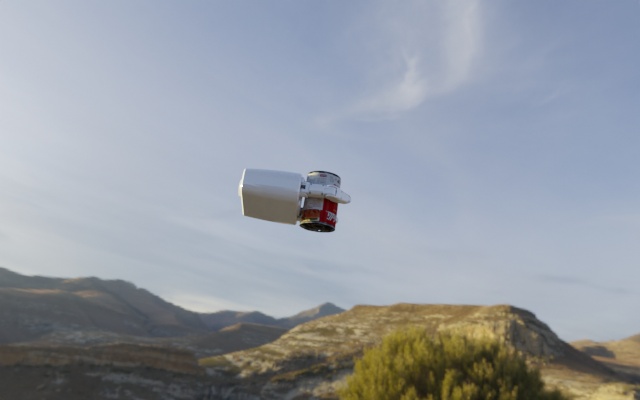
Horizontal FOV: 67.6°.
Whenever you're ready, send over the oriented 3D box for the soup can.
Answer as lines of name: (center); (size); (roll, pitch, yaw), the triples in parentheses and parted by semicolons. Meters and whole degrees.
soup can: (0.001, 0.003, 0.900); (0.068, 0.102, 0.068); (7, -18, 2)
